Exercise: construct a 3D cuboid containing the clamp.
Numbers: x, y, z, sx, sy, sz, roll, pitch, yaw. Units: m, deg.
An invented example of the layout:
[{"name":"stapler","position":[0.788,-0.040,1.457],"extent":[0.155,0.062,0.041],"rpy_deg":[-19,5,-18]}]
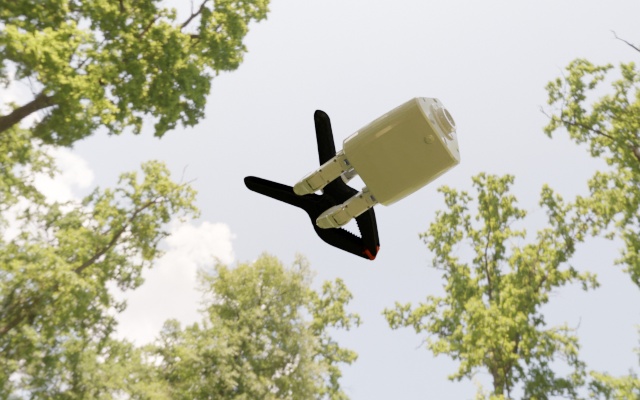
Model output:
[{"name":"clamp","position":[0.001,0.002,0.655],"extent":[0.164,0.210,0.036],"rpy_deg":[-30,11,31]}]
